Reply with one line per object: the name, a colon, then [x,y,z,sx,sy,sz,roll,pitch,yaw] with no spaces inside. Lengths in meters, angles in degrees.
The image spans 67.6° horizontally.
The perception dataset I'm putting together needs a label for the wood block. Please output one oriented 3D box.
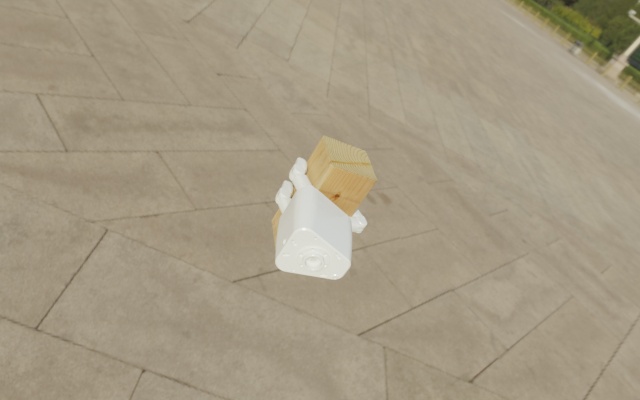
wood block: [0.001,0.003,0.842,0.091,0.206,0.090,17,35,-25]
